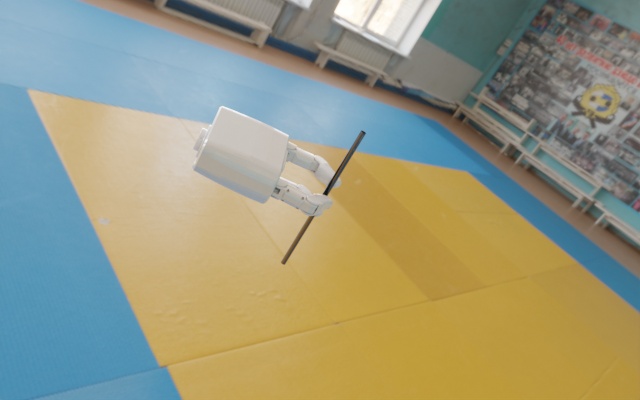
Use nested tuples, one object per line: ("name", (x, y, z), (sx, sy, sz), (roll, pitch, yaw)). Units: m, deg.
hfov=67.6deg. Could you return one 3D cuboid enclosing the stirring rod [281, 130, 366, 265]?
("stirring rod", (0.000, 0.002, 0.689), (0.011, 0.240, 0.011), (26, 24, -13))
